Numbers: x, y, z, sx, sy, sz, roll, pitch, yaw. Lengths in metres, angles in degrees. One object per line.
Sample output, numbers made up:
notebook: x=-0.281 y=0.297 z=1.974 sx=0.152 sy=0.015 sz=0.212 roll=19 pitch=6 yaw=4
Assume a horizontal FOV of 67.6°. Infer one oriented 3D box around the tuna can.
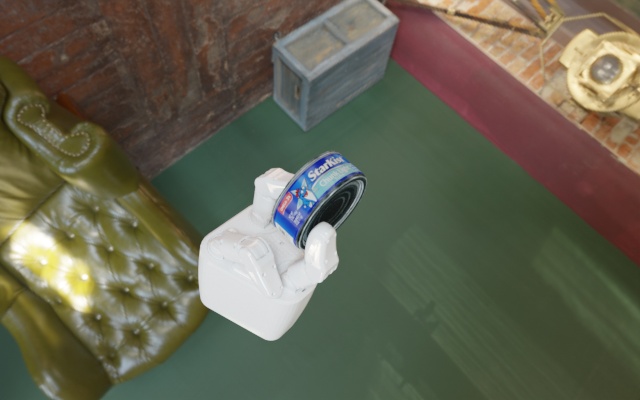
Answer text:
tuna can: x=0.000 y=0.002 z=0.410 sx=0.033 sy=0.086 sz=0.086 roll=42 pitch=17 yaw=20
